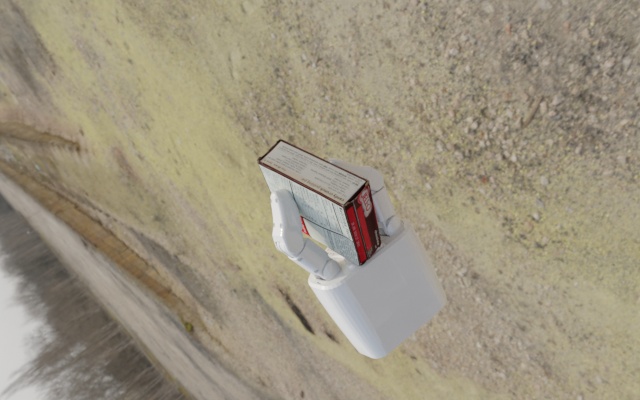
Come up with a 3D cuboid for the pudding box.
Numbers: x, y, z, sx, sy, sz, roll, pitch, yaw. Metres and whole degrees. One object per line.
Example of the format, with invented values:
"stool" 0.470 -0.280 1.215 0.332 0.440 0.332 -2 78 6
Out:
"pudding box" 0.000 0.002 0.449 0.113 0.090 0.039 27 60 33
